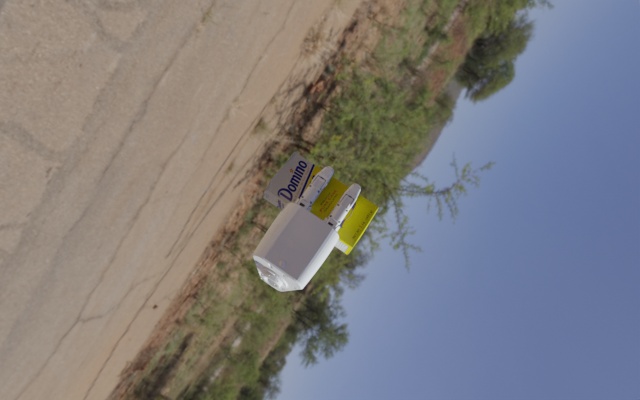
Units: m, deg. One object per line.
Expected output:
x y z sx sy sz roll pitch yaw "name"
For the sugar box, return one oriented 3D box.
0.000 0.003 0.812 0.176 0.093 0.048 34 -26 3 "sugar box"
